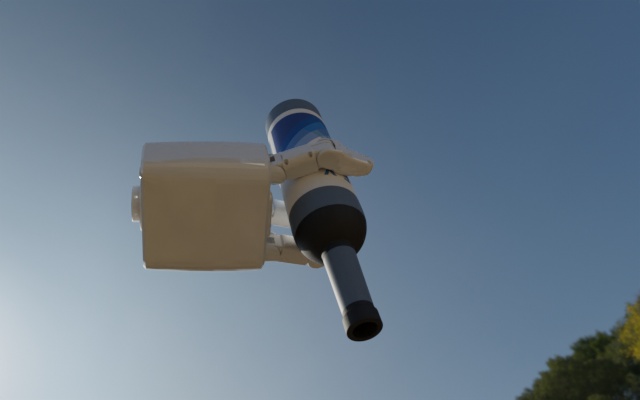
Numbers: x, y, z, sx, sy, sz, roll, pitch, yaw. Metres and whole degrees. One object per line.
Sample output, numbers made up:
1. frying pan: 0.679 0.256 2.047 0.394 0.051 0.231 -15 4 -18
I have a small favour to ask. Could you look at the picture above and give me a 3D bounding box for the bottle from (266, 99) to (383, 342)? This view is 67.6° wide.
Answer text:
1. bottle: 0.000 0.001 0.450 0.069 0.069 0.295 0 38 -16
